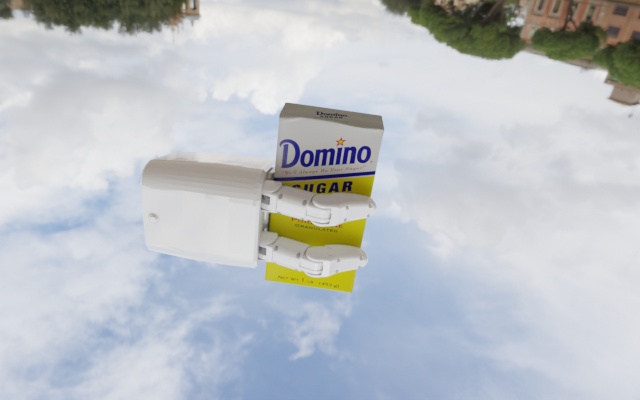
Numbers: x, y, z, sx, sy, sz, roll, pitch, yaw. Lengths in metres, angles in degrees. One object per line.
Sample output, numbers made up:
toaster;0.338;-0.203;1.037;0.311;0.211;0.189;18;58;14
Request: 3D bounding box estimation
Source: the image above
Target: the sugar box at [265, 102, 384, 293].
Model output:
sugar box;0.000;0.002;0.458;0.093;0.176;0.048;7;29;0
